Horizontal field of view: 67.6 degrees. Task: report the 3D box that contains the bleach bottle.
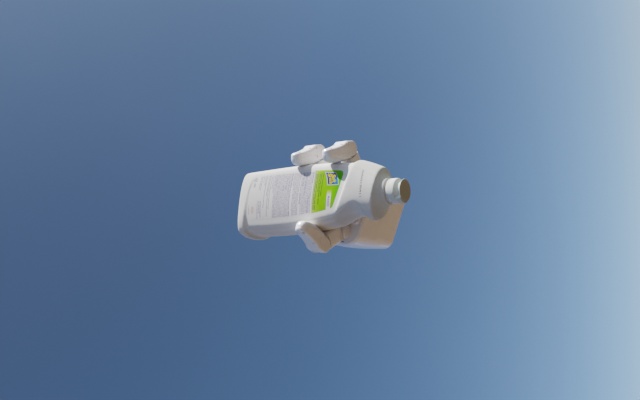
[{"bbox_3d":[0.000,0.002,0.638,0.251,0.102,0.068,-3,-12,37],"label":"bleach bottle"}]
